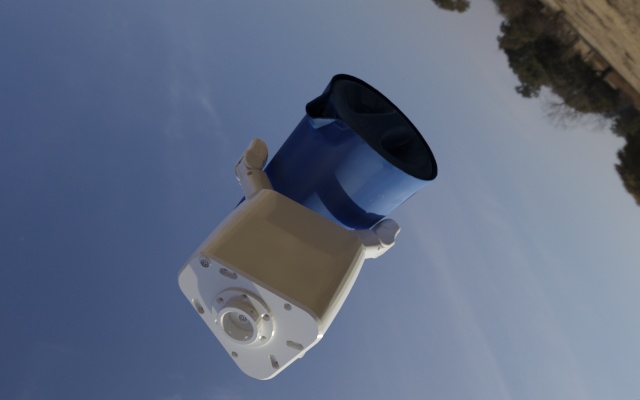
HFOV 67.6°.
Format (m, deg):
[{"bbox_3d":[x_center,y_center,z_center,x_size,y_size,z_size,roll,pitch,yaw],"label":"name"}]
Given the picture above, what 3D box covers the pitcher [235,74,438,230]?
[{"bbox_3d":[0.000,0.002,0.507,0.243,0.149,0.145,-45,6,31],"label":"pitcher"}]
